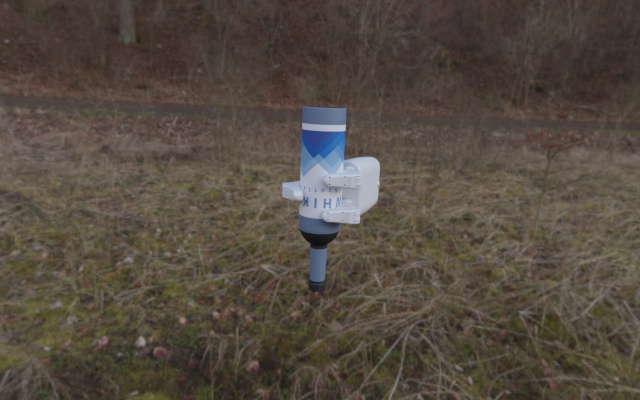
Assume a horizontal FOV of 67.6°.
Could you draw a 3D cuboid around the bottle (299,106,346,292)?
[{"bbox_3d":[0.000,0.002,0.756,0.069,0.296,0.069,2,13,-1],"label":"bottle"}]
